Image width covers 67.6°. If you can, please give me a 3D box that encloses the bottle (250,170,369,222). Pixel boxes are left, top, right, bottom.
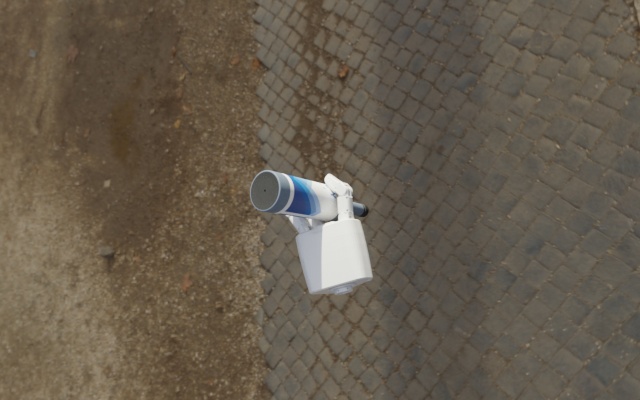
[{"bbox_3d":[0.000,0.003,0.872,0.069,0.069,0.296,0,-7,37],"label":"bottle"}]
